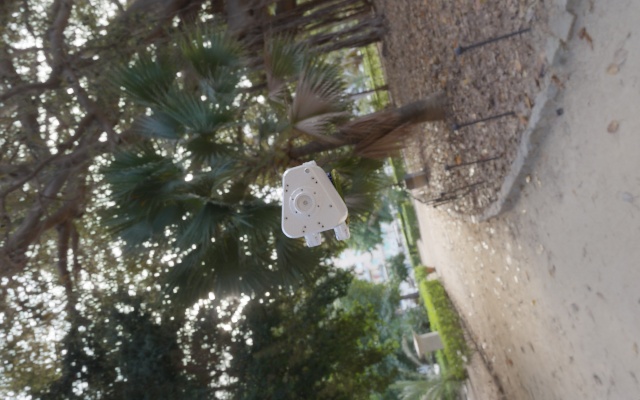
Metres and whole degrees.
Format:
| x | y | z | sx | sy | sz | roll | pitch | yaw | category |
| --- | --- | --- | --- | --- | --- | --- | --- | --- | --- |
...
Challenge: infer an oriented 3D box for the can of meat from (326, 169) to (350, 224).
| x | y | z | sx | sy | sz | roll | pitch | yaw | category |
| --- | --- | --- | --- | --- | --- | --- | --- | --- | --- |
| 0.000 | 0.003 | 0.872 | 0.084 | 0.102 | 0.057 | -16 | 4 | 7 | can of meat |
